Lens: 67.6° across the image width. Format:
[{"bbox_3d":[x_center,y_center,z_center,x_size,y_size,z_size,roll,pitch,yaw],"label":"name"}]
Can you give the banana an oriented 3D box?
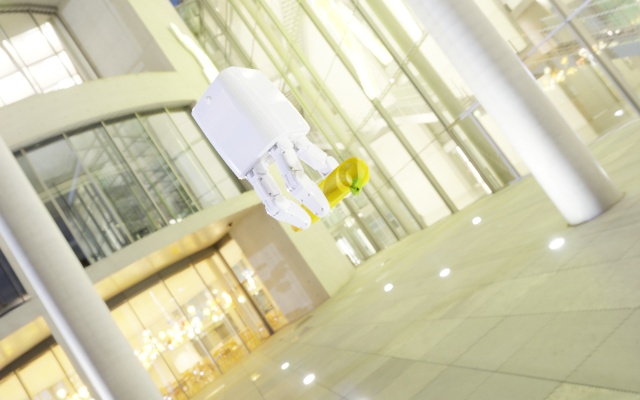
[{"bbox_3d":[0.013,-0.011,0.599,0.069,0.037,0.198,-44,2,-28],"label":"banana"}]
